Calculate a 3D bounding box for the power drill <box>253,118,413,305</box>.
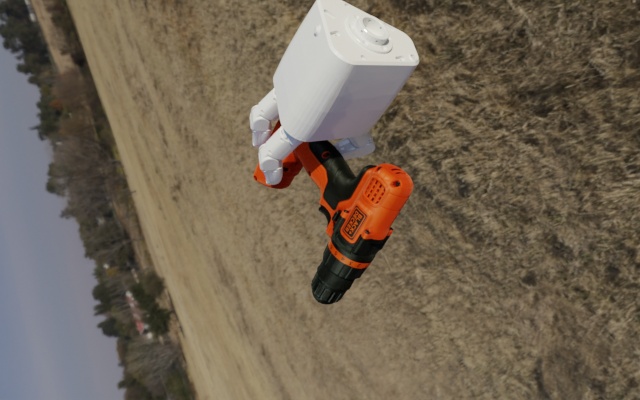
[{"bbox_3d":[0.000,0.001,0.554,0.057,0.184,0.187,-3,40,-49],"label":"power drill"}]
